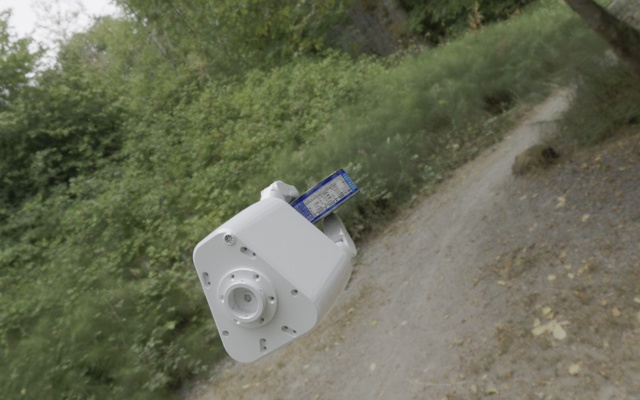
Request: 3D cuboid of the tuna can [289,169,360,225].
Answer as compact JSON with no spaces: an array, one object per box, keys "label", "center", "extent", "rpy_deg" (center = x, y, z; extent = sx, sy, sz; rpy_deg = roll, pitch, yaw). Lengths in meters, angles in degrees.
[{"label":"tuna can","center":[0.000,0.001,0.533],"extent":[0.086,0.034,0.086],"rpy_deg":[-36,-2,-1]}]
